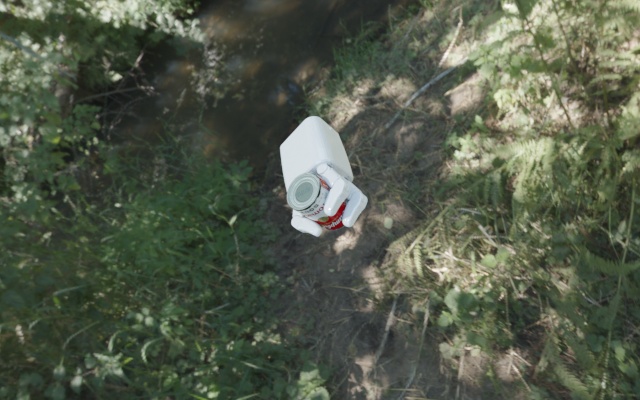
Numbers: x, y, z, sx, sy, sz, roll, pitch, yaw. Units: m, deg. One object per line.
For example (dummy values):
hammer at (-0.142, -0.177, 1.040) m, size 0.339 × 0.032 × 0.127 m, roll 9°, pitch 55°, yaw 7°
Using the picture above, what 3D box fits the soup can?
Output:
soup can at (0.000, 0.003, 0.798) m, size 0.068 × 0.068 × 0.102 m, roll 0°, pitch -21°, yaw 36°
